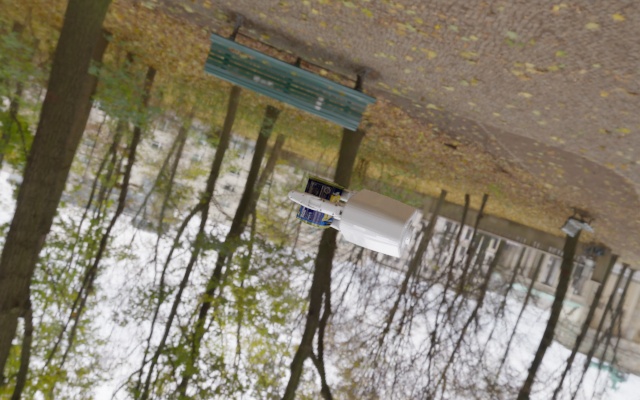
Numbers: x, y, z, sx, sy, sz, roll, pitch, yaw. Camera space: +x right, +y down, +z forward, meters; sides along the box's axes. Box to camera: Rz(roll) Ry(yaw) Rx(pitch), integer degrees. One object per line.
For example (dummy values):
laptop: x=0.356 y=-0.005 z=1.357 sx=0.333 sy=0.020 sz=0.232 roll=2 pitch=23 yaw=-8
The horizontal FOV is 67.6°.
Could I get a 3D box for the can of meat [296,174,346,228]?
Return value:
can of meat: x=0.000 y=0.003 z=0.866 sx=0.057 sy=0.084 sz=0.102 roll=19 pitch=2 yaw=14
